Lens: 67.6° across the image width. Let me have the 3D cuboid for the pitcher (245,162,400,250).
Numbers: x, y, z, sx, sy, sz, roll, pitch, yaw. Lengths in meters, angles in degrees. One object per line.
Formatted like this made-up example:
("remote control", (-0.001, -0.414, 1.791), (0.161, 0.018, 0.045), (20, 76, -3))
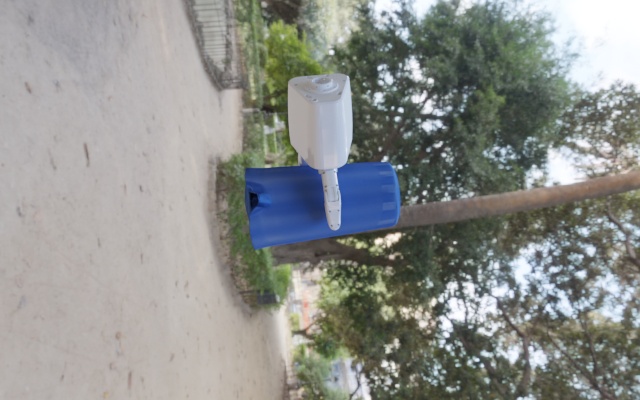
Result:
("pitcher", (0.000, 0.002, 0.790), (0.243, 0.145, 0.149), (-6, 34, -3))
